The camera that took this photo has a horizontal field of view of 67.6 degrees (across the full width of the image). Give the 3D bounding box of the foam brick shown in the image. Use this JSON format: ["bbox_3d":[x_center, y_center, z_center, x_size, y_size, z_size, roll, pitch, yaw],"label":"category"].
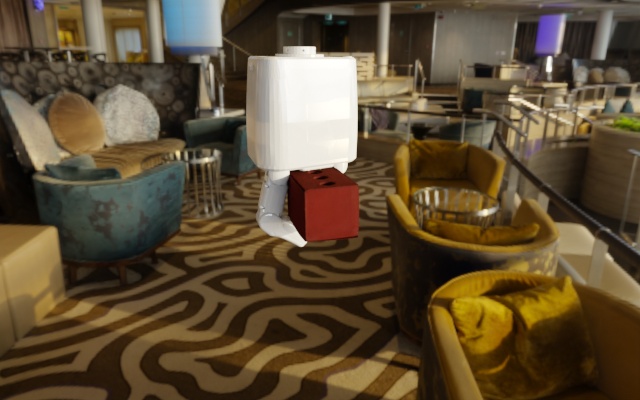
[{"bbox_3d":[0.000,0.002,0.463,0.053,0.051,0.078,-5,18,-16],"label":"foam brick"}]
